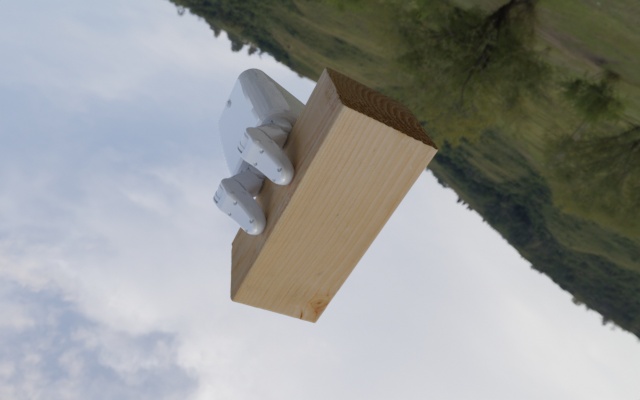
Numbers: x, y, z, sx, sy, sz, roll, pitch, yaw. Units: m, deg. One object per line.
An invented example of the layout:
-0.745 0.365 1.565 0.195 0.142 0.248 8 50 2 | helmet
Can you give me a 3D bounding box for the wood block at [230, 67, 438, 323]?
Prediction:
0.000 0.001 0.434 0.091 0.206 0.090 20 28 -22 | wood block
